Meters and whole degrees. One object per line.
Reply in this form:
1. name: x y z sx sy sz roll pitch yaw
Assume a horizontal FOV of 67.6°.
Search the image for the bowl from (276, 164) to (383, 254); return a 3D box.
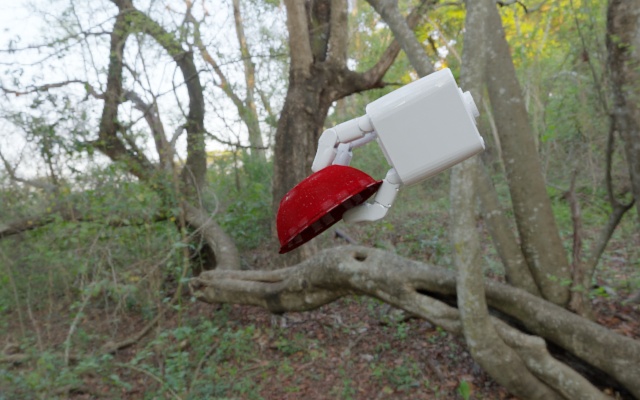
1. bowl: -0.001 0.002 0.614 0.162 0.055 0.162 -34 -9 -6
